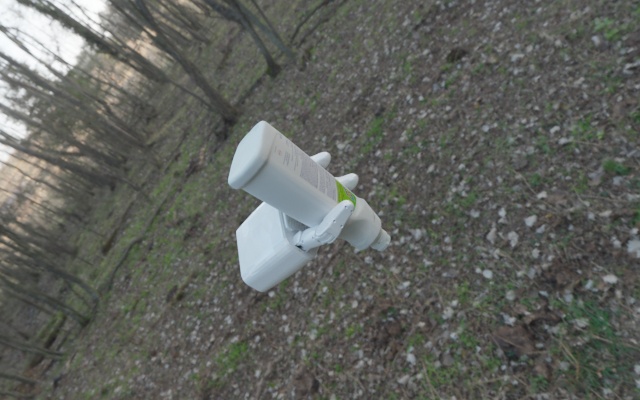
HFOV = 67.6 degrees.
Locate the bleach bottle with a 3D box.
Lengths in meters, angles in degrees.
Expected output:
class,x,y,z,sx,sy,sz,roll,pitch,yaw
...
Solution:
class,x,y,z,sx,sy,sz,roll,pitch,yaw
bleach bottle,0.000,0.002,0.644,0.251,0.102,0.068,35,-58,-25
